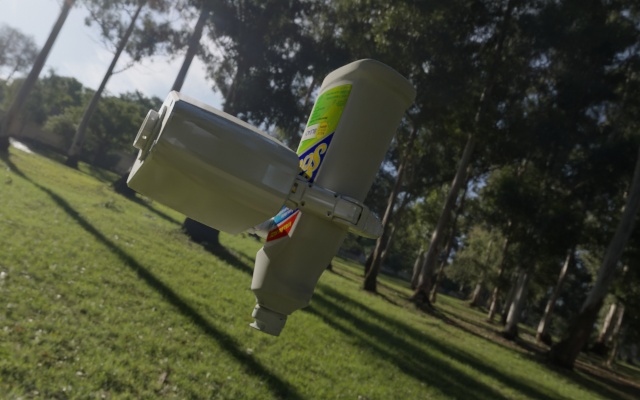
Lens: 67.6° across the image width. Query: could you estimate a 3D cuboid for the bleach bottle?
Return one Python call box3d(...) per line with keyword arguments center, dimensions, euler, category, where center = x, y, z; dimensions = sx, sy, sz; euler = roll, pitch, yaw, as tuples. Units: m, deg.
box3d(center=(0.000, 0.001, 0.438), dimensions=(0.068, 0.251, 0.102), euler=(27, -11, -26), category="bleach bottle")
